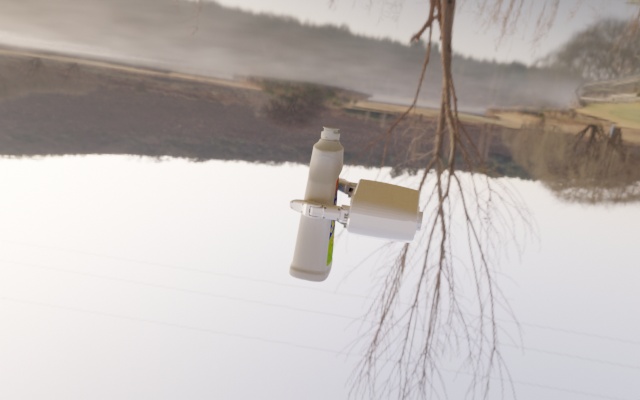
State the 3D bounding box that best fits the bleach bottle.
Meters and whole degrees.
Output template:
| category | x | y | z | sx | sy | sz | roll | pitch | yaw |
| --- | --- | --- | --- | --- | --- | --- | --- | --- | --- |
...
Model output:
| category | x | y | z | sx | sy | sz | roll | pitch | yaw |
| --- | --- | --- | --- | --- | --- | --- | --- | --- | --- |
| bleach bottle | 0.000 | 0.003 | 0.808 | 0.068 | 0.251 | 0.102 | 10 | 12 | 9 |
